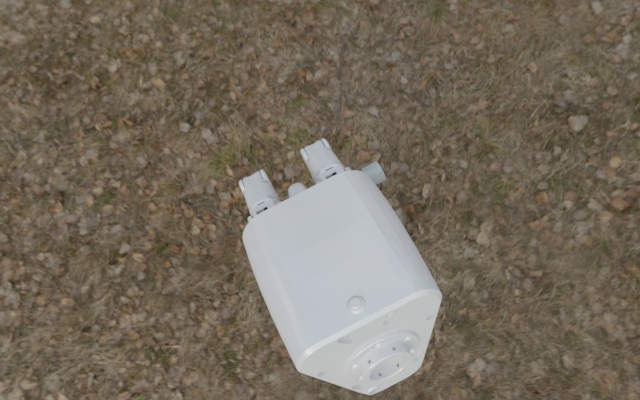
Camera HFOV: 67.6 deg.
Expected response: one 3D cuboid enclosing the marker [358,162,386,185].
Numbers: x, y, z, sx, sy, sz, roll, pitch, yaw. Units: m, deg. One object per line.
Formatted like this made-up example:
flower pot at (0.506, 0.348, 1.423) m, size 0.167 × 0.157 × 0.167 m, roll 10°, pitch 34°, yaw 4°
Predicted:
marker at (0.000, 0.001, 0.421) m, size 0.121 × 0.020 × 0.020 m, roll -27°, pitch 1°, yaw -2°
